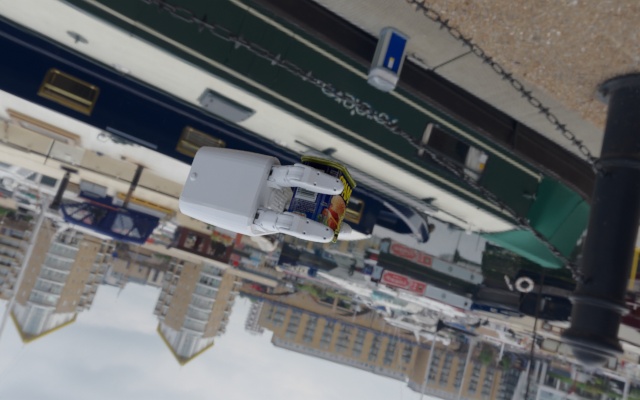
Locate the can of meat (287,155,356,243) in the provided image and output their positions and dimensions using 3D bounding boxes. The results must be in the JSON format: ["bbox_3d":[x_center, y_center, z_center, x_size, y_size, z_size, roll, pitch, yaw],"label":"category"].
[{"bbox_3d":[0.000,0.002,0.592,0.057,0.084,0.102,14,-11,18],"label":"can of meat"}]
